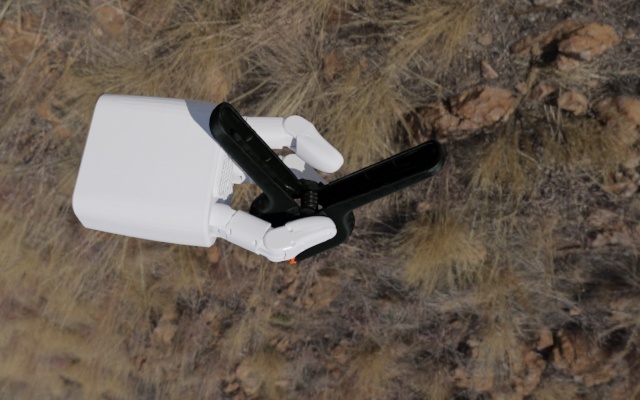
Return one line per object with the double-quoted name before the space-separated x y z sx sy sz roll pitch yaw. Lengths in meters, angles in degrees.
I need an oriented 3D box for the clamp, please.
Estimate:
"clamp" 0.000 0.002 0.402 0.164 0.036 0.210 6 -31 -1
